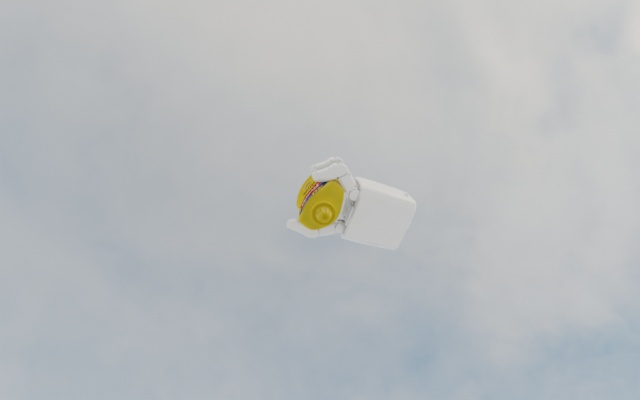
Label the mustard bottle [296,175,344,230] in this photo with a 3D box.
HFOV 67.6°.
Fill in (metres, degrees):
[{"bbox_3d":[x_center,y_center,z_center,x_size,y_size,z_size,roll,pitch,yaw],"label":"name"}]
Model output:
[{"bbox_3d":[0.000,0.003,0.844,0.058,0.096,0.191,40,9,-14],"label":"mustard bottle"}]
